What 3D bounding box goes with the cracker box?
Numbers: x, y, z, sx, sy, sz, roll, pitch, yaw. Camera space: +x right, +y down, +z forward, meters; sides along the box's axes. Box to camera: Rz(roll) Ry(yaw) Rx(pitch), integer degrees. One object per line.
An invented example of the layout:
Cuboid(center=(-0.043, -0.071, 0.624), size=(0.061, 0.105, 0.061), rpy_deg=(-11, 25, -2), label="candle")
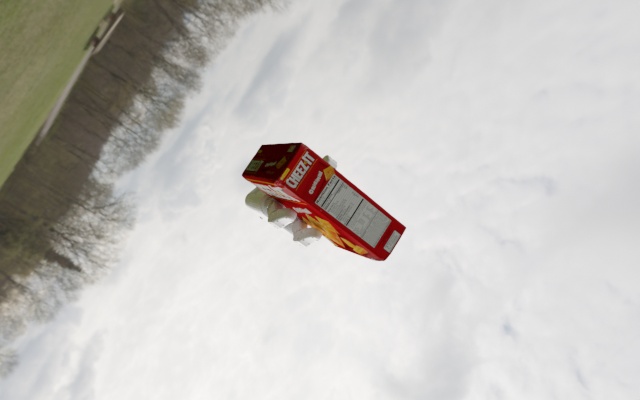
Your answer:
Cuboid(center=(0.000, 0.002, 0.730), size=(0.214, 0.072, 0.164), rpy_deg=(37, -11, -24), label="cracker box")
